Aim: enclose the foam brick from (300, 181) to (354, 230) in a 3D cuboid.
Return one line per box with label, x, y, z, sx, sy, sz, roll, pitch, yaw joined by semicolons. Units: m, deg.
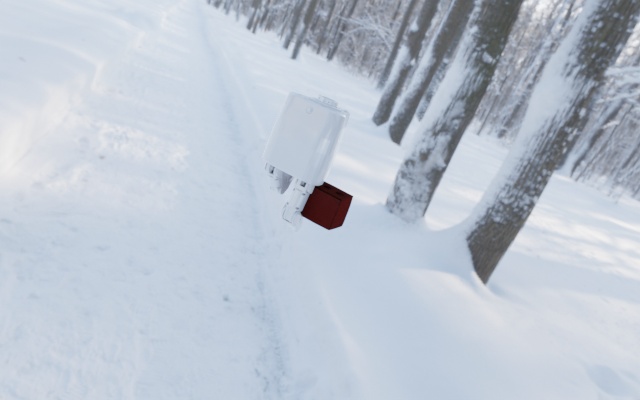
foam brick;0.000;0.003;0.711;0.078;0.051;0.053;28;15;18
